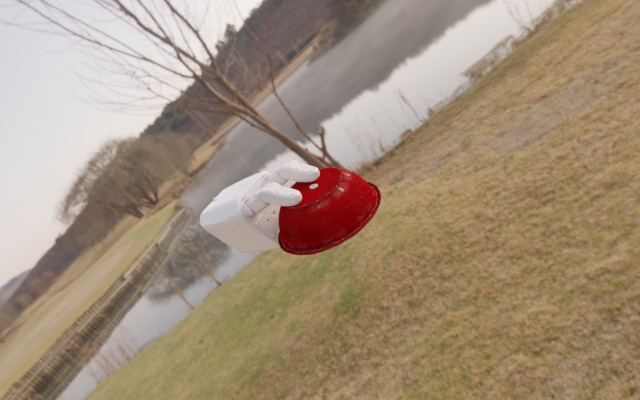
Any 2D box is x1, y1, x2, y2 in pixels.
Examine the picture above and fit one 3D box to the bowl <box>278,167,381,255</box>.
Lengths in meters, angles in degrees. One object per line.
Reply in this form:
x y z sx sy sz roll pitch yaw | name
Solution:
0.001 0.001 0.665 0.162 0.055 0.162 -23 27 13 | bowl
